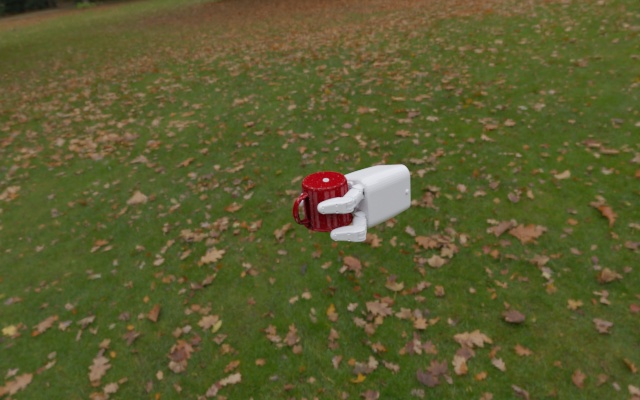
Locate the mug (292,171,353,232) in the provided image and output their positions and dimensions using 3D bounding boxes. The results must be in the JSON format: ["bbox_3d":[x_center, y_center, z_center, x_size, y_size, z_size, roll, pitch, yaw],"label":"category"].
[{"bbox_3d":[-0.001,0.003,0.847,0.117,0.081,0.093,-21,30,-29],"label":"mug"}]
